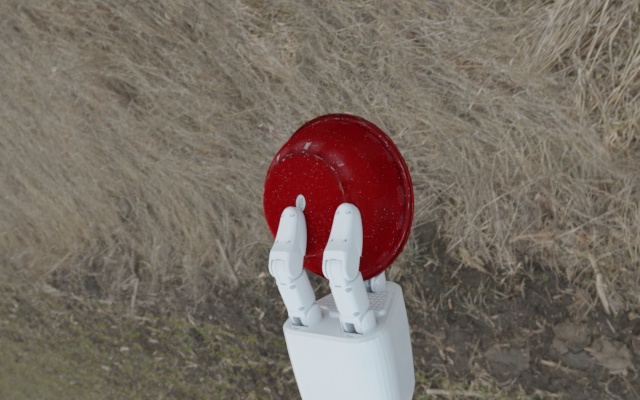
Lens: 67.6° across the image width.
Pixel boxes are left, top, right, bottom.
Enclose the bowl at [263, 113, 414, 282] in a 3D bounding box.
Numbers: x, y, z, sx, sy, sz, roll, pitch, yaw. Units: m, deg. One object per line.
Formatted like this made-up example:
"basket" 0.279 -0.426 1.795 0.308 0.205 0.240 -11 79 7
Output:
"bowl" -0.001 0.000 0.432 0.162 0.162 0.055 0 6 37
